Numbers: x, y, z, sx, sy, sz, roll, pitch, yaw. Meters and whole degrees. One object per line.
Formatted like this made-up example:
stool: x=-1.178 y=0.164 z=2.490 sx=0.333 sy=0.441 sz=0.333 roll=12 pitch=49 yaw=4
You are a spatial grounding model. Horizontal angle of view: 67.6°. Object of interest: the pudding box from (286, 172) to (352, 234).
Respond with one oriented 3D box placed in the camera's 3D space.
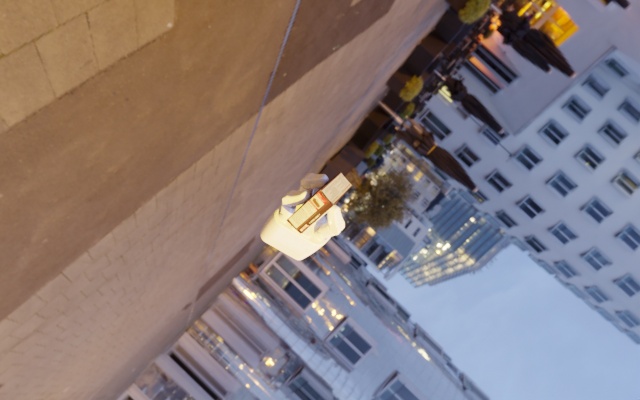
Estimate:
pudding box: x=0.000 y=0.003 z=0.842 sx=0.090 sy=0.039 sz=0.113 roll=-43 pitch=2 yaw=28
